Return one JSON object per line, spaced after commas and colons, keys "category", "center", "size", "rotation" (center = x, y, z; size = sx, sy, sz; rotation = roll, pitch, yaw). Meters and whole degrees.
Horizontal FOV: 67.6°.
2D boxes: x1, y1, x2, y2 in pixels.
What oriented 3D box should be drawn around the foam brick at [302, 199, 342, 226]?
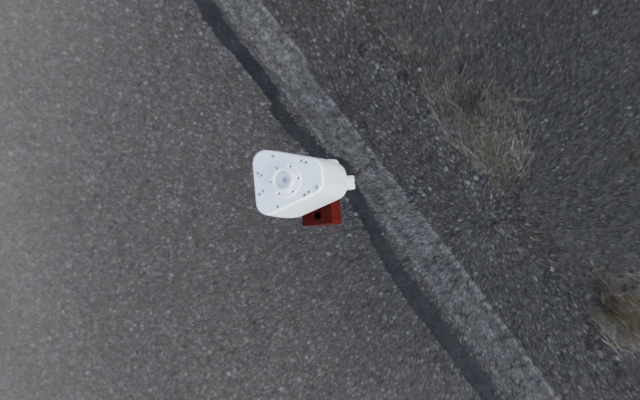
{"category": "foam brick", "center": [0.000, 0.003, 0.783], "size": [0.053, 0.078, 0.051], "rotation": [-7, -3, 19]}
